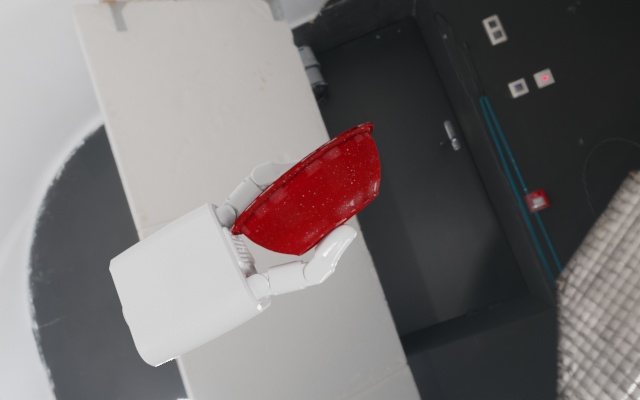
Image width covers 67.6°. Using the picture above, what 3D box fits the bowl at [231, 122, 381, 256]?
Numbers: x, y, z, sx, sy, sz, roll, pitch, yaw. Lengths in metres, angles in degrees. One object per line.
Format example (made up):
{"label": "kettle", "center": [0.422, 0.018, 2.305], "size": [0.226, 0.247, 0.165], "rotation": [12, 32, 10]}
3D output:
{"label": "bowl", "center": [0.001, 0.001, 0.434], "size": [0.162, 0.055, 0.162], "rotation": [-38, -6, -4]}
